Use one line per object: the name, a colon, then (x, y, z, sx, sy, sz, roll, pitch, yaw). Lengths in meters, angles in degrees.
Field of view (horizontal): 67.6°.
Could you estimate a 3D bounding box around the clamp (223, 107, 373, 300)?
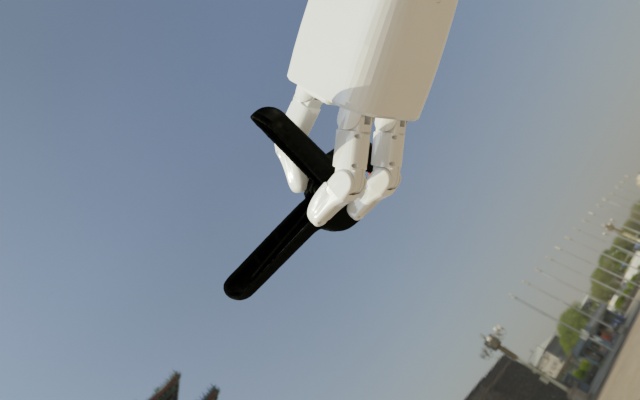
clamp: (0.000, 0.001, 0.434, 0.036, 0.165, 0.210, 32, 24, 32)
